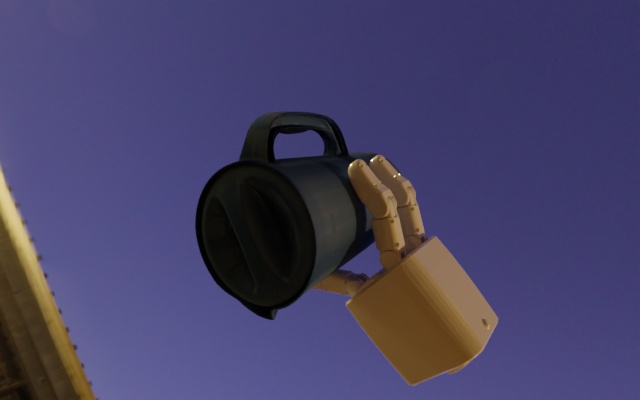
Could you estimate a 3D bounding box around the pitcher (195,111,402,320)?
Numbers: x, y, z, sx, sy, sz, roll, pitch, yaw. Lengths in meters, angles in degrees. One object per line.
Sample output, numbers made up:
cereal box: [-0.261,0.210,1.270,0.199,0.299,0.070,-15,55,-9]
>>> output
pitcher: [0.000,0.002,0.502,0.149,0.145,0.243,-47,-15,30]
